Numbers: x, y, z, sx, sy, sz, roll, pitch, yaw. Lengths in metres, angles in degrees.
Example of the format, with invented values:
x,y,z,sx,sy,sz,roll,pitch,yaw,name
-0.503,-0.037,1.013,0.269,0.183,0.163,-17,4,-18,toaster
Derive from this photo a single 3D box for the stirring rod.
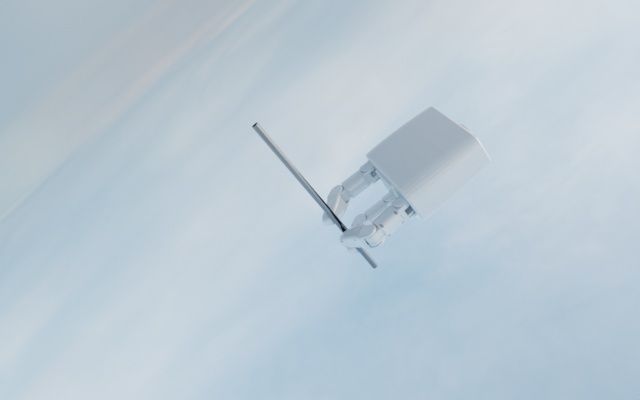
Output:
x,y,z,sx,sy,sz,roll,pitch,yaw,name
0.000,0.002,0.562,0.011,0.011,0.240,0,-43,54,stirring rod
